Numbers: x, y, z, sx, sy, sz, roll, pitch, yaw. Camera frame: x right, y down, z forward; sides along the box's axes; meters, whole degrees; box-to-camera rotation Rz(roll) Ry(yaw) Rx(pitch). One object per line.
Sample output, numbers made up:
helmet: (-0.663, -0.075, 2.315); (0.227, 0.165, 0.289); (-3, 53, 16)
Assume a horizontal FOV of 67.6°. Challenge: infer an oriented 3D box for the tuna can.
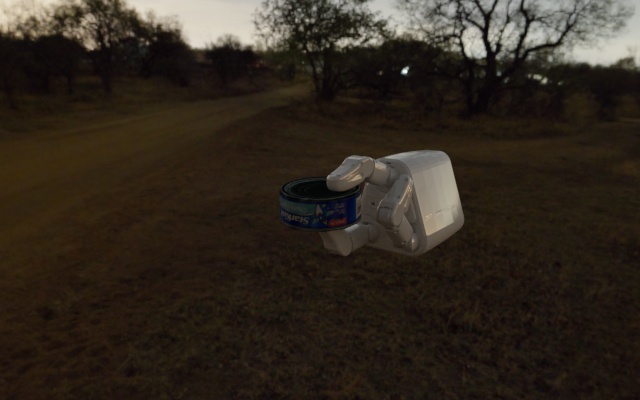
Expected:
tuna can: (0.000, 0.001, 0.495); (0.086, 0.034, 0.086); (-1, 18, 0)
